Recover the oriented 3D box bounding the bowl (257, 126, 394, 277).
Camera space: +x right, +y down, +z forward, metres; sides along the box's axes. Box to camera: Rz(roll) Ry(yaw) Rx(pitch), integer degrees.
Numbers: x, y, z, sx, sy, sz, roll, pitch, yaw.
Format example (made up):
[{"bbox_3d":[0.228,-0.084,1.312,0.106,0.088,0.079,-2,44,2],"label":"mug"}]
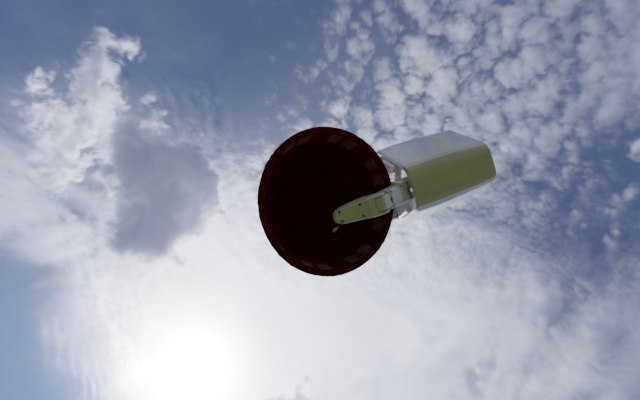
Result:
[{"bbox_3d":[-0.001,0.002,0.535,0.162,0.162,0.055,0,-2,-25],"label":"bowl"}]
